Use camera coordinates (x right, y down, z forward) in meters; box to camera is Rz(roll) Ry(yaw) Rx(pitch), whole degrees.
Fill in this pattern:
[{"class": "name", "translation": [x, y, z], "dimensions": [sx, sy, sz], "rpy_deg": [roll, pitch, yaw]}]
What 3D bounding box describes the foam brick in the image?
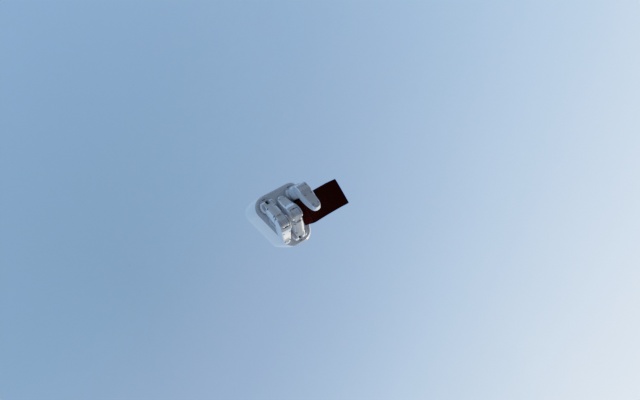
[{"class": "foam brick", "translation": [0.000, 0.003, 0.874], "dimensions": [0.078, 0.053, 0.051], "rpy_deg": [-29, 3, -23]}]
